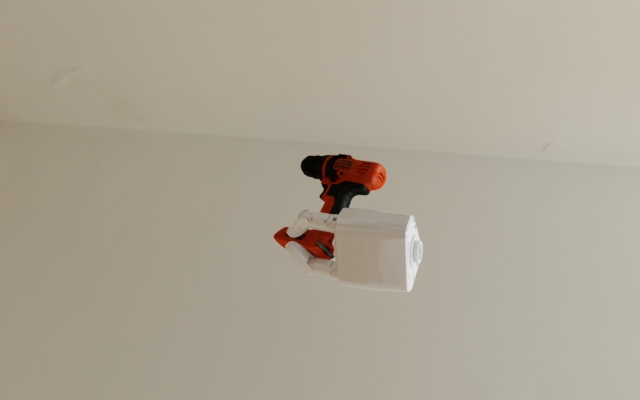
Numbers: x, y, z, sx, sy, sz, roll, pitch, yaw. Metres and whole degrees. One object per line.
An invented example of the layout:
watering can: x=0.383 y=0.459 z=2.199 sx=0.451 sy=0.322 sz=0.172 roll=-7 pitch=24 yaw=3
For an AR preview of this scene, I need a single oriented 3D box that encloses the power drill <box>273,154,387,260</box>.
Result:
power drill: x=0.000 y=0.003 z=0.805 sx=0.184 sy=0.187 sz=0.057 roll=11 pitch=-25 yaw=45
